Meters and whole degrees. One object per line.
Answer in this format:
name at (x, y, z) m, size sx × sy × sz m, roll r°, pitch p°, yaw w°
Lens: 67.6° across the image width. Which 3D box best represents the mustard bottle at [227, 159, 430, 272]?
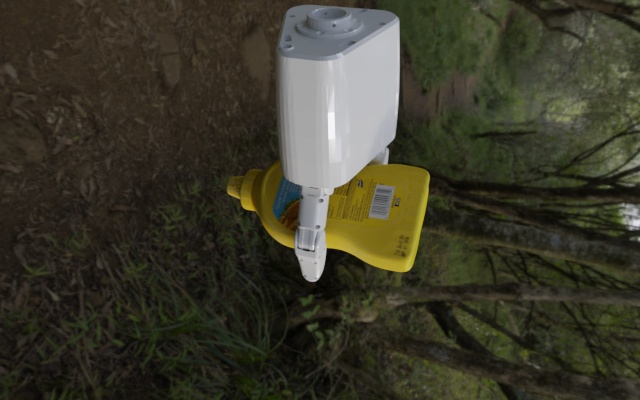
mustard bottle at (0.000, 0.002, 0.453) m, size 0.191 × 0.096 × 0.058 m, roll 11°, pitch -24°, yaw 15°
